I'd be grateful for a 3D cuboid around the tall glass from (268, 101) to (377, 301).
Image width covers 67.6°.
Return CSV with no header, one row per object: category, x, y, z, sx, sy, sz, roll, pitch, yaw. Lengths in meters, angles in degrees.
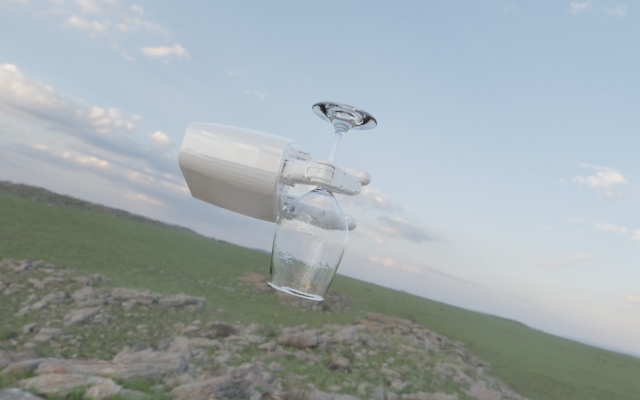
tall glass,0.000,0.001,0.512,0.079,0.201,0.079,15,-8,2
